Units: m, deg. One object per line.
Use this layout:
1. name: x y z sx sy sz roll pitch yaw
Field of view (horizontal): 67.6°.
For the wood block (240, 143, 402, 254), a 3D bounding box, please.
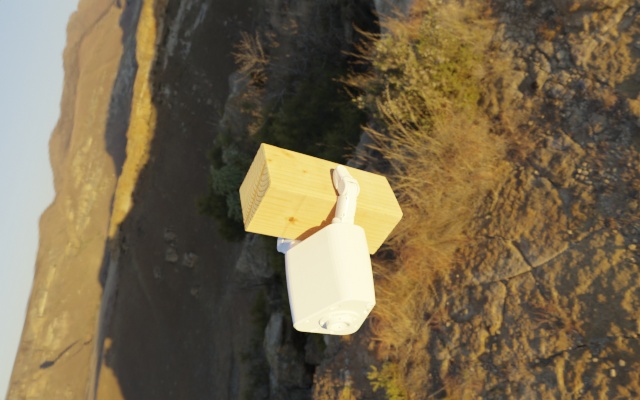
1. wood block: 0.000 0.002 0.687 0.206 0.091 0.090 13 38 -27
